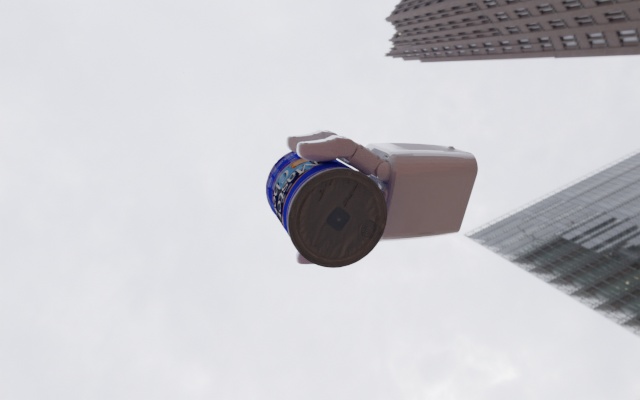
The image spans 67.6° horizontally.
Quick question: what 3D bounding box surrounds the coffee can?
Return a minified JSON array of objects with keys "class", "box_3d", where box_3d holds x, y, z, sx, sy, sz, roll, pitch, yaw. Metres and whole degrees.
[{"class":"coffee can","box_3d":[0.000,0.002,0.534,0.103,0.103,0.140,0,14,-16]}]
